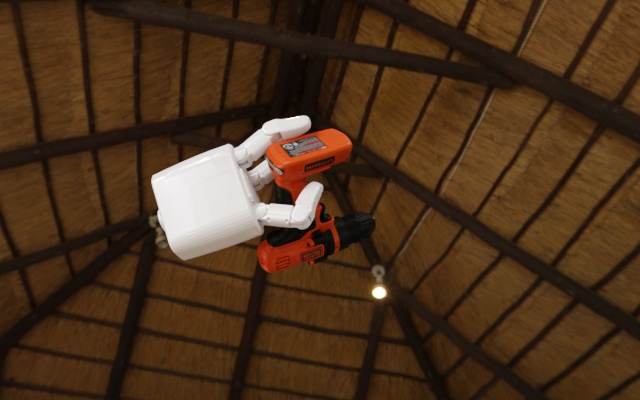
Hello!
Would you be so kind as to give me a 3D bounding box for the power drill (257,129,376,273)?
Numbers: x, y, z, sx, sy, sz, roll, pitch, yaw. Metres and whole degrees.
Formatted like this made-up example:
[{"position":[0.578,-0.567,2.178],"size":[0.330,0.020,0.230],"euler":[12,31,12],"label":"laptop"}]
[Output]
[{"position":[0.000,0.002,0.644],"size":[0.184,0.188,0.057],"euler":[-18,39,-24],"label":"power drill"}]
